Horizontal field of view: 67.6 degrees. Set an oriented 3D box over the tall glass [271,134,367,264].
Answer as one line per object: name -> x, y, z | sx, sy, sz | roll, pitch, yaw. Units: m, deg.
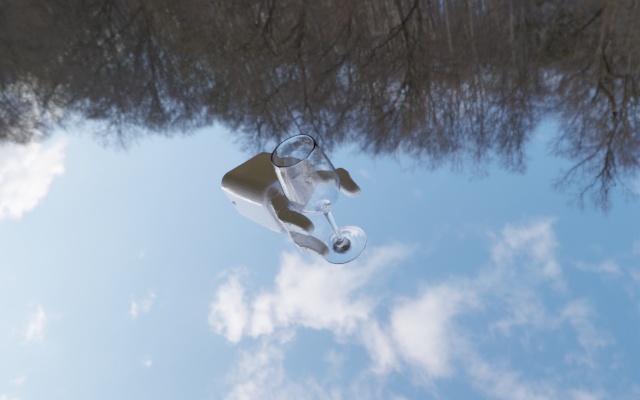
tall glass -> 0.000, 0.003, 0.671 | 0.079, 0.079, 0.201 | 0, -41, 28
